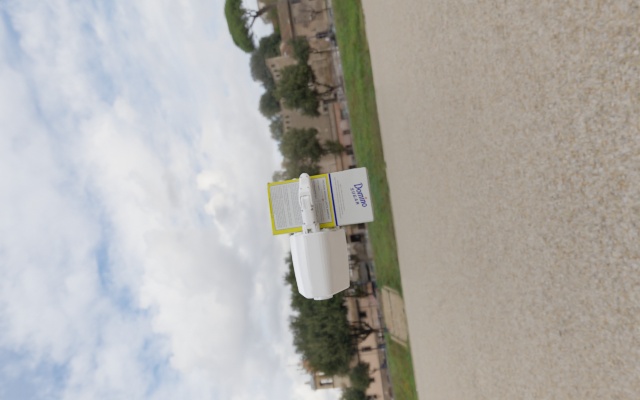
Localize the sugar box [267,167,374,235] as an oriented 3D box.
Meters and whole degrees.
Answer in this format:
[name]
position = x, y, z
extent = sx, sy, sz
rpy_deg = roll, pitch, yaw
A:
[sugar box]
position = 0.000, 0.003, 0.825
extent = 0.176, 0.093, 0.048
rpy_deg = -8, -4, 6
